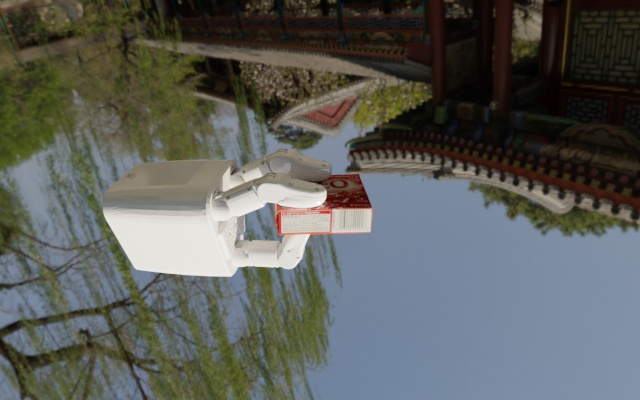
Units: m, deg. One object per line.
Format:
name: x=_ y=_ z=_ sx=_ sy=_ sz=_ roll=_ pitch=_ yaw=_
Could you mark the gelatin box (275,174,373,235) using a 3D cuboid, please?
gelatin box: x=0.000 y=0.002 z=0.462 sx=0.089 sy=0.030 sz=0.073 roll=-1 pitch=28 yaw=-6
